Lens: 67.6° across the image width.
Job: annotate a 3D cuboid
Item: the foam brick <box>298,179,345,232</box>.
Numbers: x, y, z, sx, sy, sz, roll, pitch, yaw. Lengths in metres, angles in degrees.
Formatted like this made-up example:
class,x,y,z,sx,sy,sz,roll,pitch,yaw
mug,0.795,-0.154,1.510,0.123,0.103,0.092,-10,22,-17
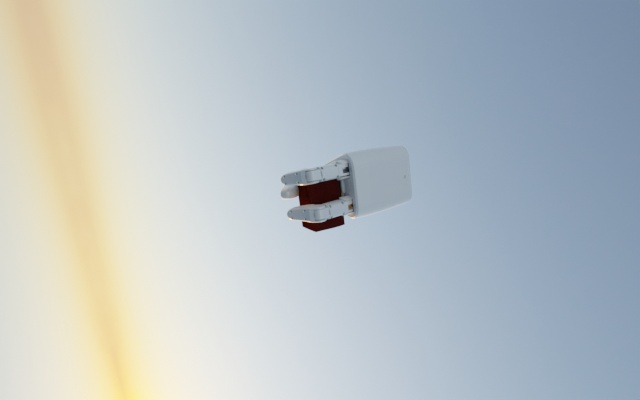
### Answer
class,x,y,z,sx,sy,sz,roll,pitch,yaw
foam brick,0.000,0.003,0.727,0.051,0.078,0.053,-13,14,-23
